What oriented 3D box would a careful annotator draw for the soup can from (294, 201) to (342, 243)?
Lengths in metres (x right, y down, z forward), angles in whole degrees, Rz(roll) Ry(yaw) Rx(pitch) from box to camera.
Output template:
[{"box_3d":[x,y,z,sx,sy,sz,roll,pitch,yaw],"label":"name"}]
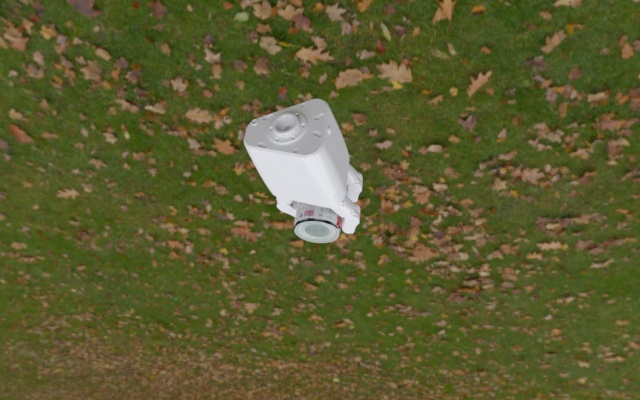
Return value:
[{"box_3d":[0.000,0.003,0.700,0.068,0.102,0.068,5,-32,3],"label":"soup can"}]
